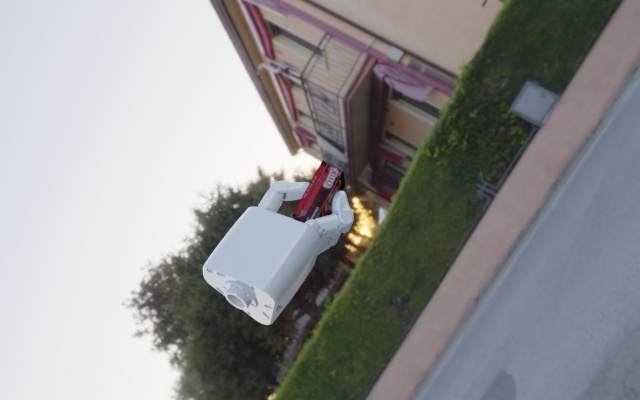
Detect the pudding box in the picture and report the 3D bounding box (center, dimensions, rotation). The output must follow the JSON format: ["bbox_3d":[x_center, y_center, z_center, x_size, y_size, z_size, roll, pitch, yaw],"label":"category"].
[{"bbox_3d":[0.000,0.002,0.685,0.039,0.090,0.113,29,-9,8],"label":"pudding box"}]
